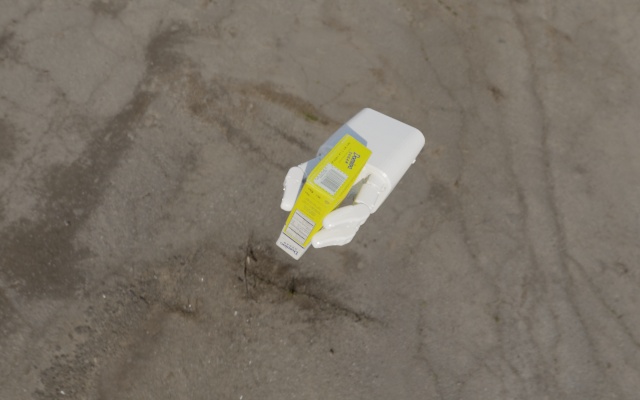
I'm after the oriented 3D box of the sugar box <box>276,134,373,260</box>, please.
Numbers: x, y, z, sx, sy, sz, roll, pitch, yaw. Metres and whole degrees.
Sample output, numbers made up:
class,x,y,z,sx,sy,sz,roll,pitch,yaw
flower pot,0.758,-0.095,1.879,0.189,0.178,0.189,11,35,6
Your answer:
class,x,y,z,sx,sy,sz,roll,pitch,yaw
sugar box,0.001,0.002,0.618,0.048,0.093,0.176,36,-33,7
